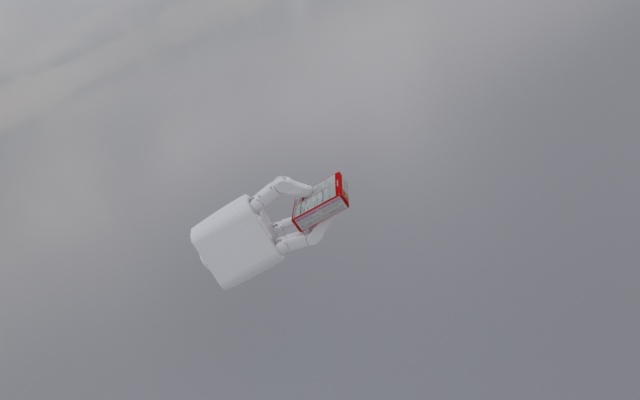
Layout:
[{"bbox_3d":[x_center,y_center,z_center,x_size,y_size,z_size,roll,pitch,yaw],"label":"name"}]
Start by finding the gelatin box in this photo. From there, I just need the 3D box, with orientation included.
[{"bbox_3d":[0.000,0.002,0.736,0.089,0.030,0.073,-29,25,17],"label":"gelatin box"}]
